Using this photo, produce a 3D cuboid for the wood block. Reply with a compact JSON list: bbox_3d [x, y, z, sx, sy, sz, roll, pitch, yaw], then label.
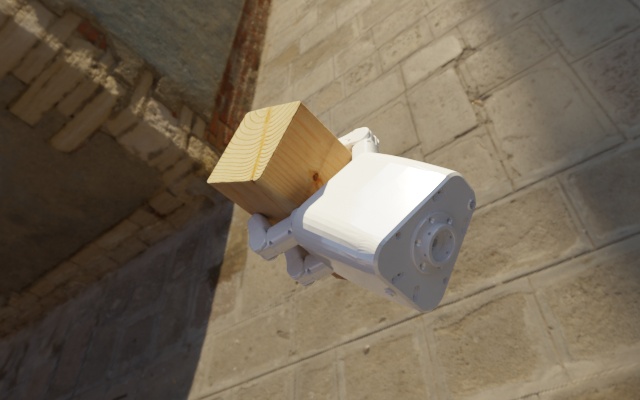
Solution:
[{"bbox_3d":[0.000,0.001,0.503,0.090,0.090,0.206,0,-33,47],"label":"wood block"}]
